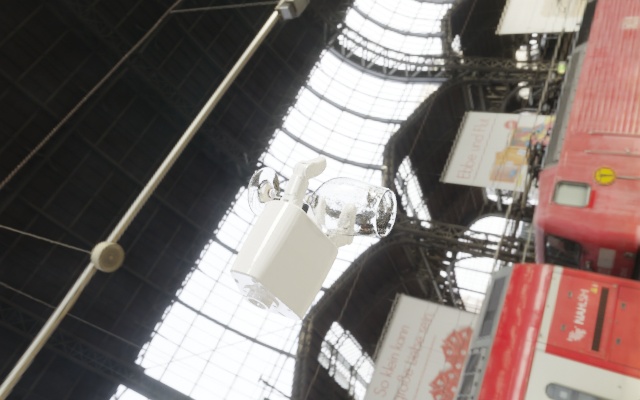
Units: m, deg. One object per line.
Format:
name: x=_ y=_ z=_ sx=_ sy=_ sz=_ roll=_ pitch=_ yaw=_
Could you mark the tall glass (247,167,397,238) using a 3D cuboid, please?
tall glass: x=0.000 y=0.002 z=0.651 sx=0.201 sy=0.079 sz=0.079 roll=9 pitch=5 yaw=31
